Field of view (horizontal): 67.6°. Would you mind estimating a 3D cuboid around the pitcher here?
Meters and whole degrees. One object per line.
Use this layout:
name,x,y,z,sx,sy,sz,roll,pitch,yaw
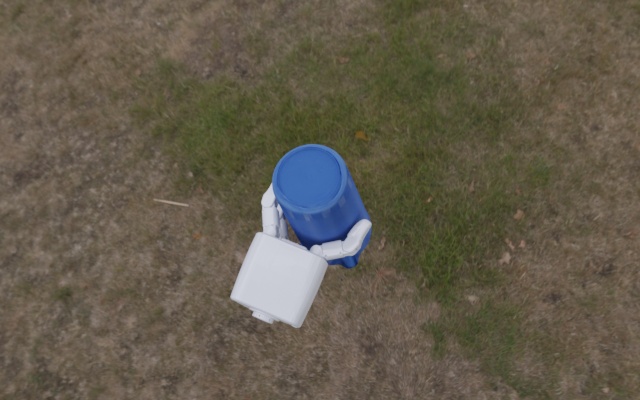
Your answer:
pitcher,0.000,0.003,0.764,0.149,0.145,0.243,18,-17,17
